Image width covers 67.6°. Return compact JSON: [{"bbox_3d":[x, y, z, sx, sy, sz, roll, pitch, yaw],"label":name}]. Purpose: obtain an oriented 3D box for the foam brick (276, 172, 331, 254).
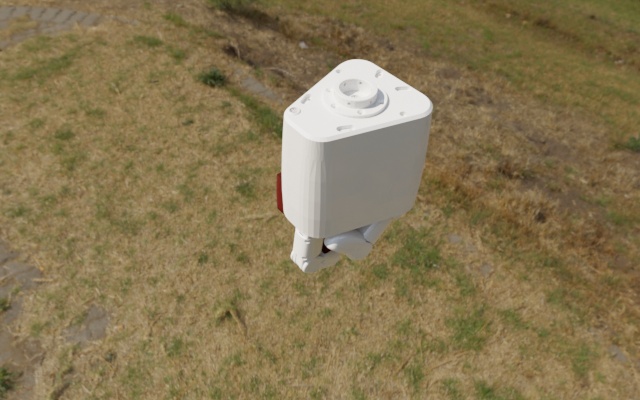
[{"bbox_3d":[0.000,0.001,0.465,0.053,0.051,0.078,-31,55,-27],"label":"foam brick"}]
